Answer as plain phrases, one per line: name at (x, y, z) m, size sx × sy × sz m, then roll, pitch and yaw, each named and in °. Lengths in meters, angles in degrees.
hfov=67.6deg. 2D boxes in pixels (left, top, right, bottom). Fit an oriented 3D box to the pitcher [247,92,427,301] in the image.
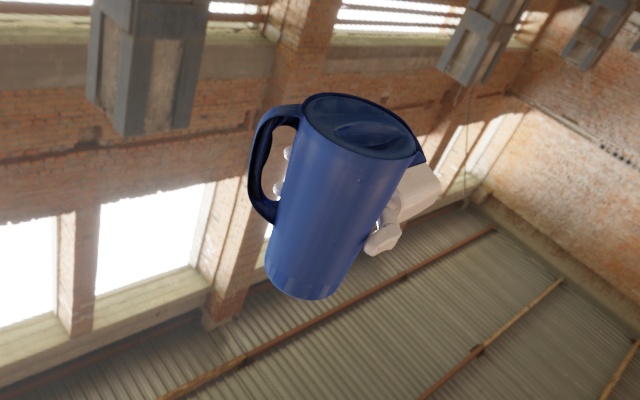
pitcher at (0.000, 0.002, 0.571) m, size 0.149 × 0.243 × 0.145 m, roll 41°, pitch 39°, yaw 25°
